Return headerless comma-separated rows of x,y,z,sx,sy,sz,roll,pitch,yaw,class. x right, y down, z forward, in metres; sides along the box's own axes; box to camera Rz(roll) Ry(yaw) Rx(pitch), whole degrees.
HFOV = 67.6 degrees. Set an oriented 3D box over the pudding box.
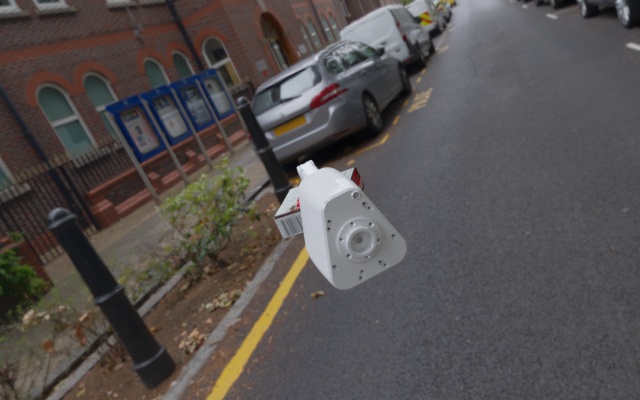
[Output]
0.000,0.002,0.659,0.113,0.039,0.090,-17,22,20,pudding box
